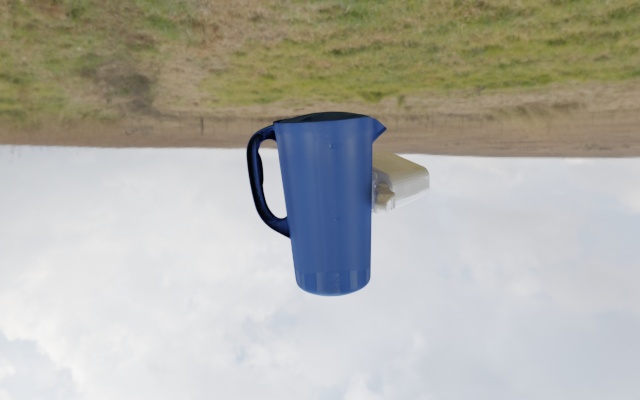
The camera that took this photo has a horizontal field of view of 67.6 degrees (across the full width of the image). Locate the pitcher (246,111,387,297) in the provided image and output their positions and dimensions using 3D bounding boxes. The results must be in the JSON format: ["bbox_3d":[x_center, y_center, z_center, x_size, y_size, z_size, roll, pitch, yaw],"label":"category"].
[{"bbox_3d":[0.000,0.002,0.657,0.149,0.243,0.145,8,17,41],"label":"pitcher"}]
